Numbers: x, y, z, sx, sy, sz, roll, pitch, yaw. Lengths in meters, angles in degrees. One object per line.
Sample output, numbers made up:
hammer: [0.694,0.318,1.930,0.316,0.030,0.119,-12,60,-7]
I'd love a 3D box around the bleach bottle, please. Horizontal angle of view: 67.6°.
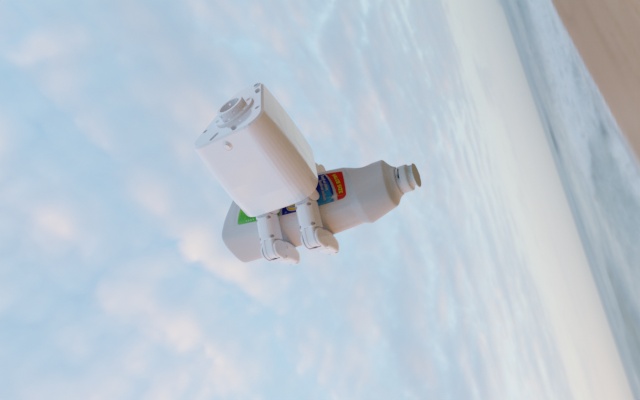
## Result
bleach bottle: [0.000,0.002,0.586,0.251,0.068,0.102,-18,36,26]
